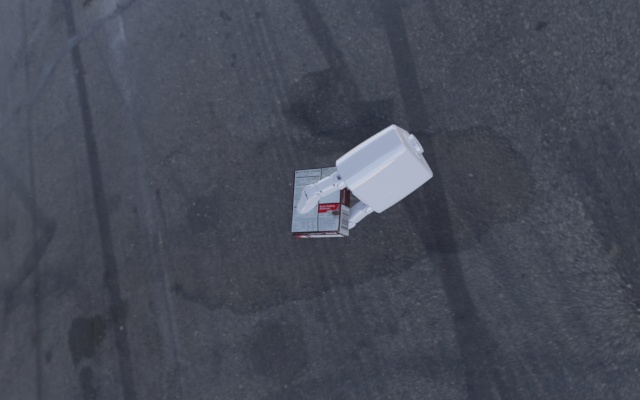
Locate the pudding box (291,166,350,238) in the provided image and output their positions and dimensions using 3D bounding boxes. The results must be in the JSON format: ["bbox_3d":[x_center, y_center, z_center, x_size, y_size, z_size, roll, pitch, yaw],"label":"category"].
[{"bbox_3d":[0.000,0.002,0.777,0.090,0.113,0.039,-4,-16,27],"label":"pudding box"}]
